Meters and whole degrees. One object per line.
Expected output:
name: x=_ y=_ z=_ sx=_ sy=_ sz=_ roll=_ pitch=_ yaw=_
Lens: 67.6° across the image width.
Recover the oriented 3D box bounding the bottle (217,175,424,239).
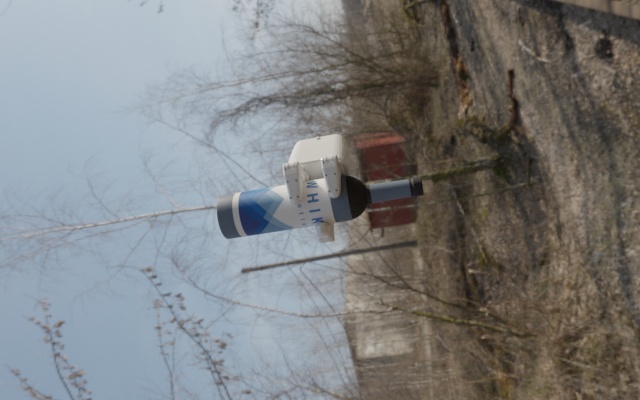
bottle: x=0.000 y=0.002 z=0.697 sx=0.296 sy=0.069 sz=0.069 roll=-9 pitch=-1 yaw=8
